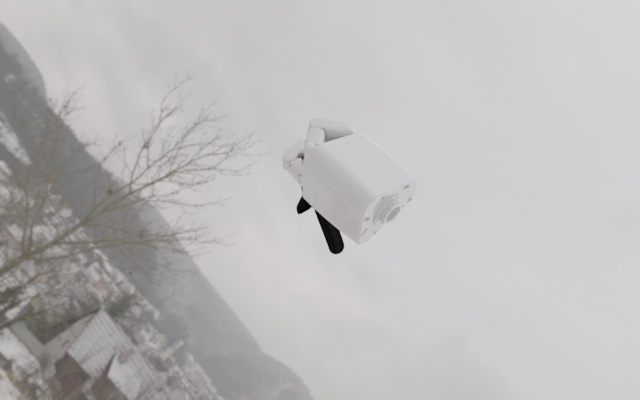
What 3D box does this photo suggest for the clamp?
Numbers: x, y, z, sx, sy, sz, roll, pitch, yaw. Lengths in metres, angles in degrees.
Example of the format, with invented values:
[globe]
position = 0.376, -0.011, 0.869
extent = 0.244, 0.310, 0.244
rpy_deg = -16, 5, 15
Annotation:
[clamp]
position = 0.001, 0.002, 0.715
extent = 0.039, 0.120, 0.172
rpy_deg = -33, -30, -21
